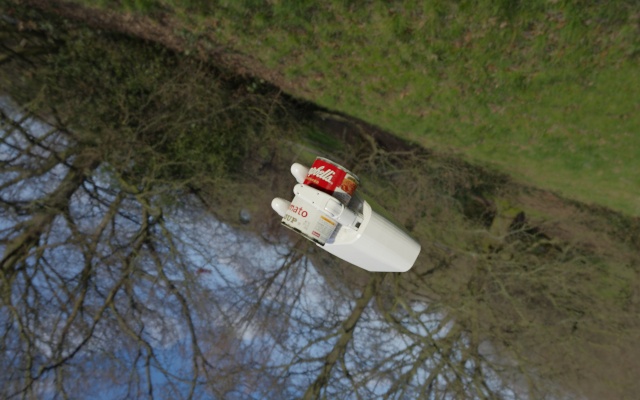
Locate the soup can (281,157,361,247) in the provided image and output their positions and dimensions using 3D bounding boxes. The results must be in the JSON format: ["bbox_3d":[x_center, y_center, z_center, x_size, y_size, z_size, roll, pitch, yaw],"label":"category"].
[{"bbox_3d":[0.000,0.002,0.640,0.068,0.102,0.068,29,-5,3],"label":"soup can"}]
